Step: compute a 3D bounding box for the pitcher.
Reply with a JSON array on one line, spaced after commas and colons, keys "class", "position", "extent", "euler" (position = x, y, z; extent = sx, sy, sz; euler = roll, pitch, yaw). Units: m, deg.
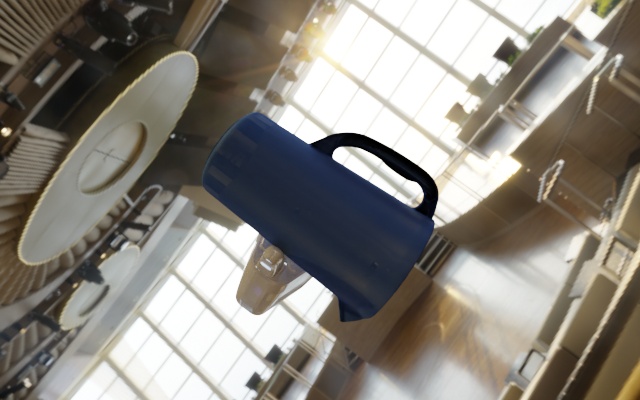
[{"class": "pitcher", "position": [0.000, 0.002, 0.532], "extent": [0.243, 0.149, 0.145], "euler": [36, -41, 4]}]
